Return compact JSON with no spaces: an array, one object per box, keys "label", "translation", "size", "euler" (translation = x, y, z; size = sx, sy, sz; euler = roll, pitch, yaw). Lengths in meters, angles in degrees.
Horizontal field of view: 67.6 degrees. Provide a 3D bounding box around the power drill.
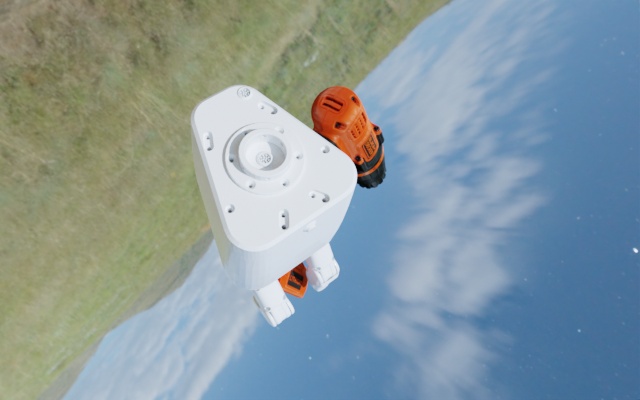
[{"label":"power drill","translation":[0.000,0.002,0.479],"size":[0.057,0.187,0.184],"euler":[27,-8,25]}]
